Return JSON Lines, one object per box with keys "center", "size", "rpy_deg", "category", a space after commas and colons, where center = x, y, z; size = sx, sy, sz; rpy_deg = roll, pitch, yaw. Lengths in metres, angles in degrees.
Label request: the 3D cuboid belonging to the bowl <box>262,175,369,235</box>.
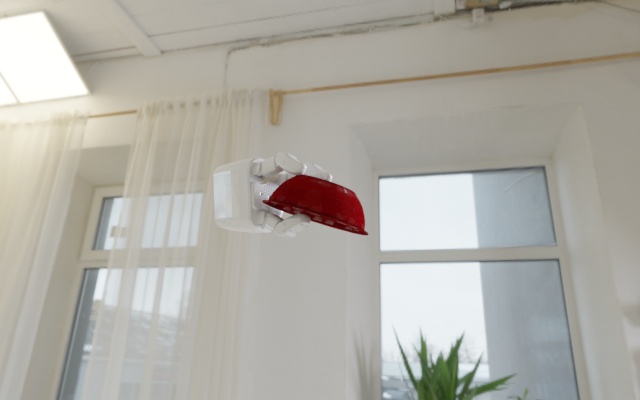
{"center": [0.001, 0.002, 0.699], "size": [0.162, 0.055, 0.162], "rpy_deg": [18, -5, 2], "category": "bowl"}
